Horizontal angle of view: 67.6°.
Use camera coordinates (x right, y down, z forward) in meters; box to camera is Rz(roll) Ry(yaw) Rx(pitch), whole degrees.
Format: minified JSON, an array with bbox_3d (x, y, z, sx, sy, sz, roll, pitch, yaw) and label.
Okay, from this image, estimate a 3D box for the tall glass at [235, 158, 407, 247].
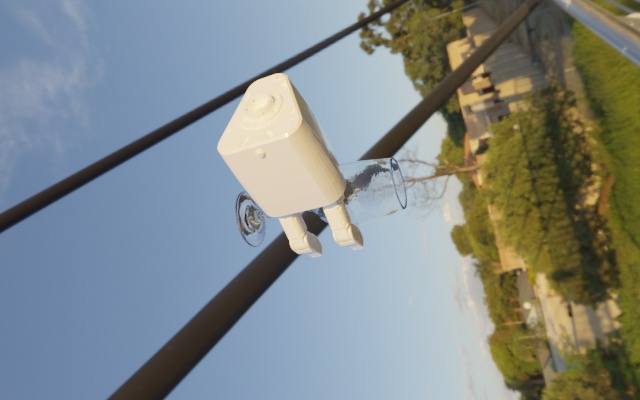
[{"bbox_3d":[0.000,0.002,0.584,0.201,0.079,0.079,-13,-5,20],"label":"tall glass"}]
